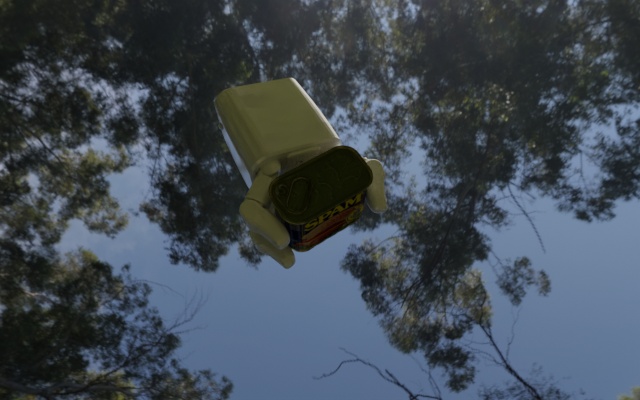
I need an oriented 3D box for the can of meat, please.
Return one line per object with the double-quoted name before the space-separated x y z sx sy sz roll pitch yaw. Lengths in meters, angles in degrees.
"can of meat" 0.000 0.002 0.501 0.102 0.057 0.084 -29 -23 -15
